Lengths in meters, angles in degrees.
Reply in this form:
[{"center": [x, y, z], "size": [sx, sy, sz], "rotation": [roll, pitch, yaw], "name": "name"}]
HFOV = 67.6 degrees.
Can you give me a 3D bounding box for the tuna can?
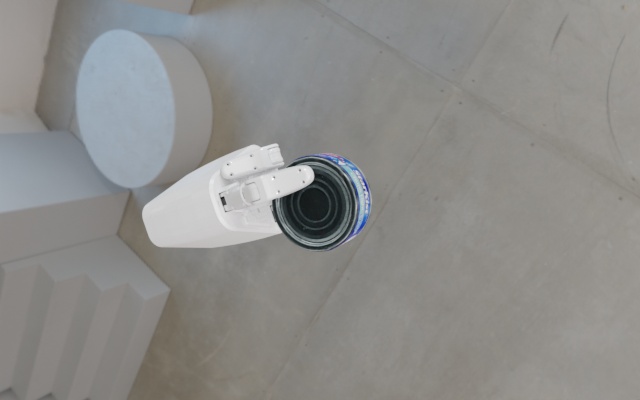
[{"center": [0.000, 0.001, 0.423], "size": [0.086, 0.086, 0.034], "rotation": [0, 8, 26], "name": "tuna can"}]
